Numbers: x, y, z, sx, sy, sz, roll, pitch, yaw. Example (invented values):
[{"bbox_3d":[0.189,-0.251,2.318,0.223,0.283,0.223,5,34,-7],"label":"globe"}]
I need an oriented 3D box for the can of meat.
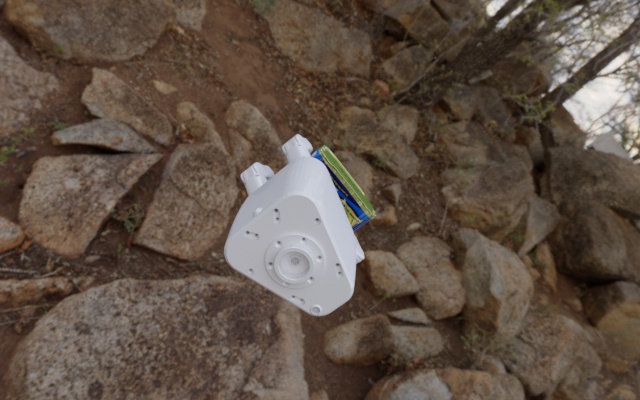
[{"bbox_3d":[0.000,0.002,0.535,0.084,0.102,0.057,-37,10,13],"label":"can of meat"}]
